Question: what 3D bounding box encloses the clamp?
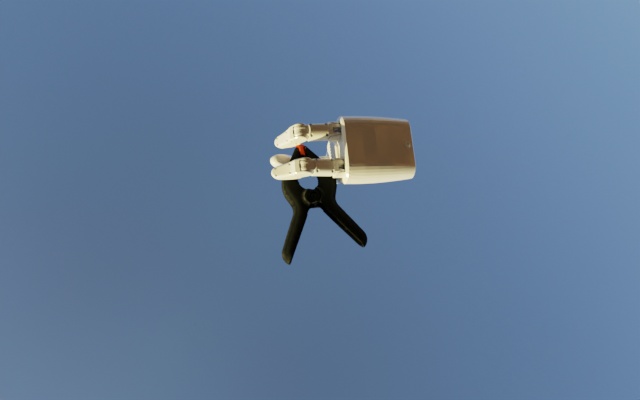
[{"bbox_3d":[0.000,0.002,0.680,0.120,0.171,0.039,-2,-13,-12],"label":"clamp"}]
